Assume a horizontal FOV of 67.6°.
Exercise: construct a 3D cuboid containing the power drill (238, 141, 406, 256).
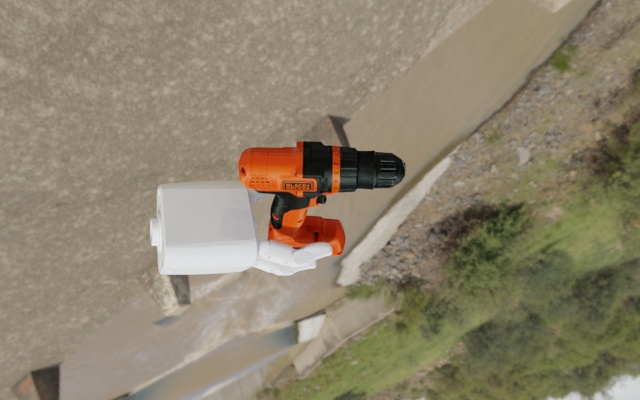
[{"bbox_3d":[0.000,0.002,0.586,0.184,0.057,0.188,3,-35,0],"label":"power drill"}]
